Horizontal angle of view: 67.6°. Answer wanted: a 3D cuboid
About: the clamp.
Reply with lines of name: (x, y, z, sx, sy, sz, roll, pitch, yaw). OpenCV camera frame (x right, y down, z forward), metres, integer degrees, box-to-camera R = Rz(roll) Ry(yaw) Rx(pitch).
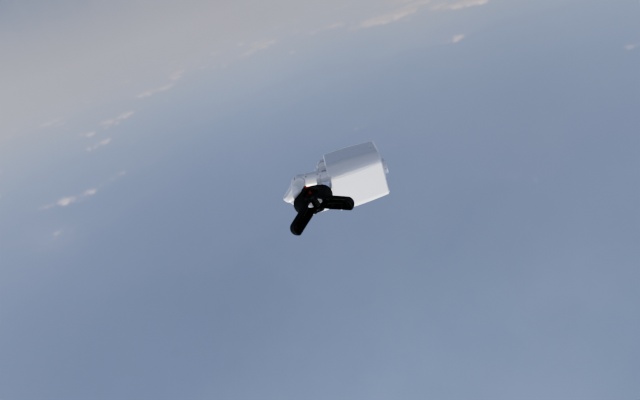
clamp: (0.000, 0.003, 0.886, 0.120, 0.039, 0.171, -17, 24, 4)
